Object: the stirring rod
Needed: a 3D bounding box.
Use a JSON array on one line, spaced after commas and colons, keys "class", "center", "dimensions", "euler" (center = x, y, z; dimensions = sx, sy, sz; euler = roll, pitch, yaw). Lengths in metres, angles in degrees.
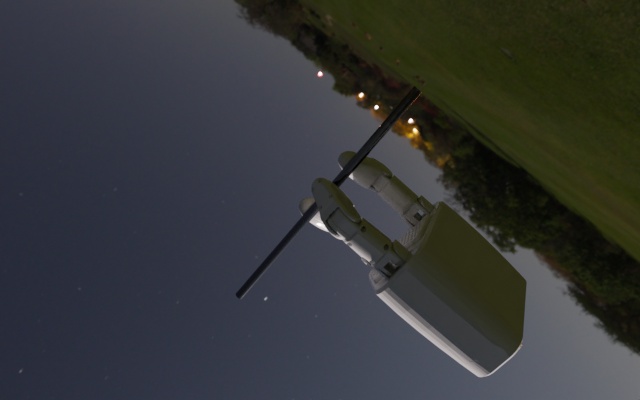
[{"class": "stirring rod", "center": [0.000, 0.001, 0.403], "dimensions": [0.011, 0.239, 0.011], "euler": [36, 19, -14]}]
